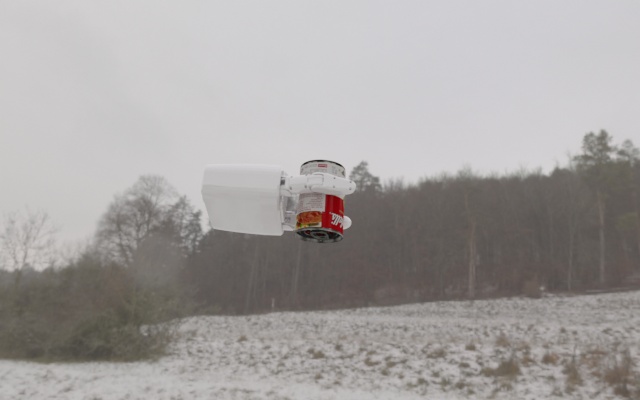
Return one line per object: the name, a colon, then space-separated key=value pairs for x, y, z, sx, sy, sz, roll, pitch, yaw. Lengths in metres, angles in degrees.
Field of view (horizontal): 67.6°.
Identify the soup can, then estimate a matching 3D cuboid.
soup can: x=0.001 y=0.002 z=0.669 sx=0.068 sy=0.102 sz=0.068 roll=3 pitch=-20 yaw=1
